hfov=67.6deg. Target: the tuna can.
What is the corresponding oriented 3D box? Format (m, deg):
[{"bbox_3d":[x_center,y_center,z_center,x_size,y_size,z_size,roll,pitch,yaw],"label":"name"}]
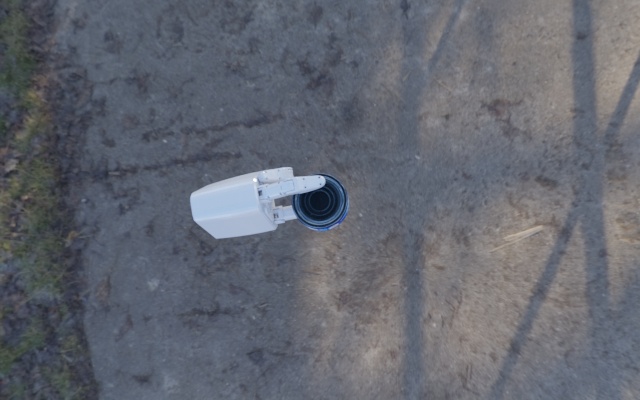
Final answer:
[{"bbox_3d":[0.000,0.002,0.718,0.086,0.086,0.034,0,-9,6],"label":"tuna can"}]
